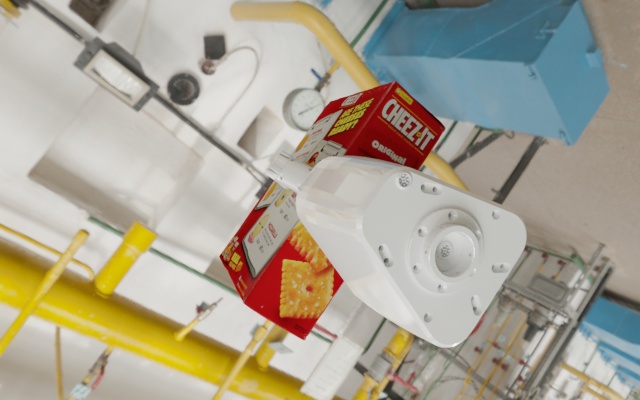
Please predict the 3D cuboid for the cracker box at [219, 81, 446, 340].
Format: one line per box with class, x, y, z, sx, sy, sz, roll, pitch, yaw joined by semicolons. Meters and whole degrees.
cracker box;0.000;0.002;0.454;0.072;0.213;0.164;37;-6;-18
